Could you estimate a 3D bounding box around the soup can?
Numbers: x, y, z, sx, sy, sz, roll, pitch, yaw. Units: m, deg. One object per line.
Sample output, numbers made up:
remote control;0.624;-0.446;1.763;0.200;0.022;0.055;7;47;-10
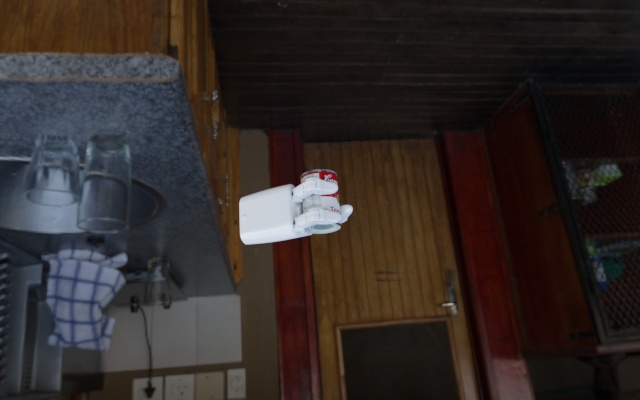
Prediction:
soup can;0.001;0.003;0.869;0.068;0.102;0.068;-4;-19;-1
